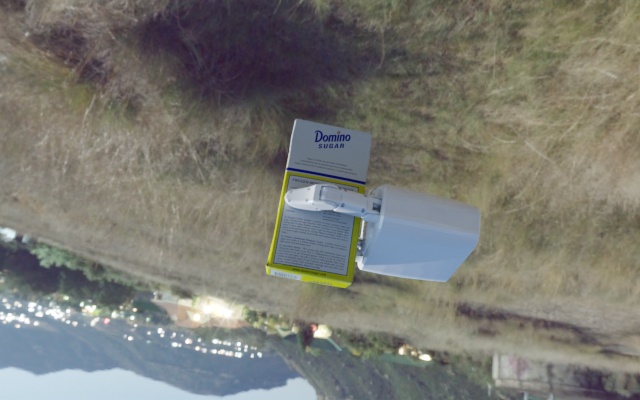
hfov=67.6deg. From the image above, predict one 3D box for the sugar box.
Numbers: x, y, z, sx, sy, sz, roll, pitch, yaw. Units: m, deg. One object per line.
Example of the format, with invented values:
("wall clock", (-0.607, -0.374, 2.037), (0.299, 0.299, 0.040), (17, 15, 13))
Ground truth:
("sugar box", (0.000, 0.002, 0.538), (0.093, 0.176, 0.048), (11, -20, -4))
